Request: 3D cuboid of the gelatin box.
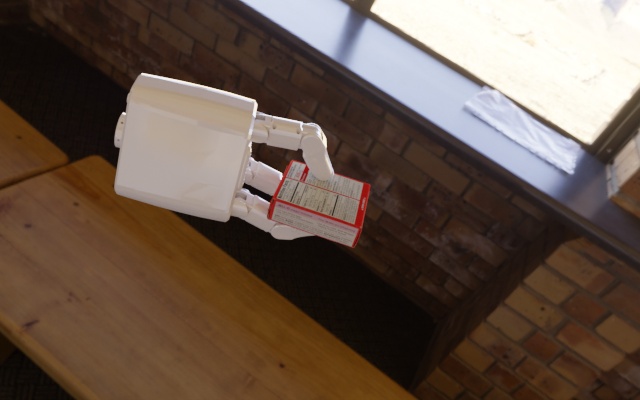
[{"bbox_3d":[0.001,0.001,0.469,0.089,0.030,0.073,18,37,0],"label":"gelatin box"}]
